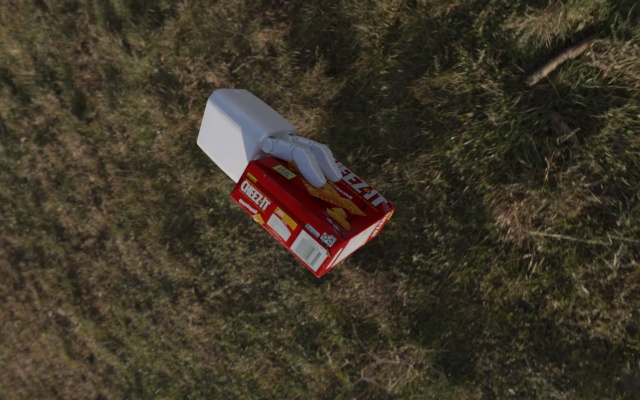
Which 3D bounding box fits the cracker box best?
[{"bbox_3d":[0.000,0.002,0.691,0.164,0.072,0.213,41,25,13],"label":"cracker box"}]
